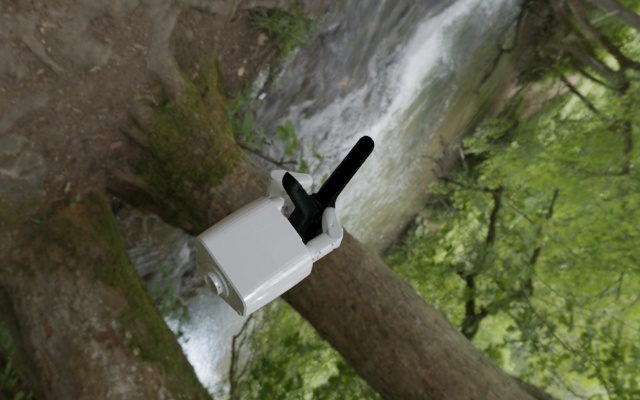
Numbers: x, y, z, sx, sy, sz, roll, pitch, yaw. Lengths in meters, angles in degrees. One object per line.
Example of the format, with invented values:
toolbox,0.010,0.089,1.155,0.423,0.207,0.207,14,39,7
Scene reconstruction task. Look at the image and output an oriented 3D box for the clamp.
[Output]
clamp,0.000,0.003,0.686,0.164,0.036,0.210,-31,-26,-32
